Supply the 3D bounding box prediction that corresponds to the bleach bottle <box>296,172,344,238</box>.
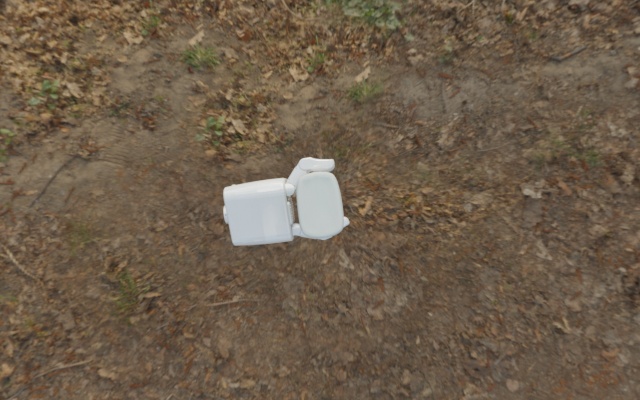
[{"bbox_3d":[0.000,0.003,0.831,0.068,0.102,0.251,-7,1,1],"label":"bleach bottle"}]
